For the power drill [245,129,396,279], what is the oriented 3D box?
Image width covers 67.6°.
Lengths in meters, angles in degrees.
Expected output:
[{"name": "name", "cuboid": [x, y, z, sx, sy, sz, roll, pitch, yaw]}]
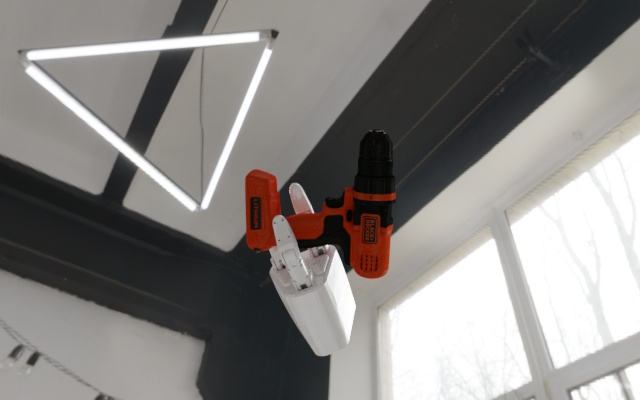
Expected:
[{"name": "power drill", "cuboid": [0.000, 0.002, 0.602, 0.187, 0.184, 0.057, 4, 9, 15]}]
